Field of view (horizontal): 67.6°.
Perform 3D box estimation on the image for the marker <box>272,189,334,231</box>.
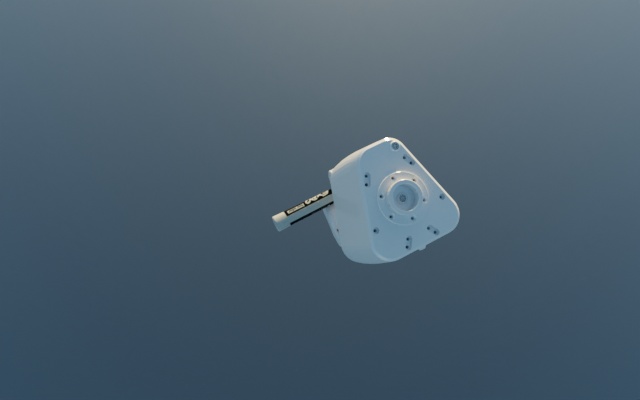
[{"bbox_3d":[0.000,0.002,0.571,0.121,0.020,0.020,-26,6,-12],"label":"marker"}]
